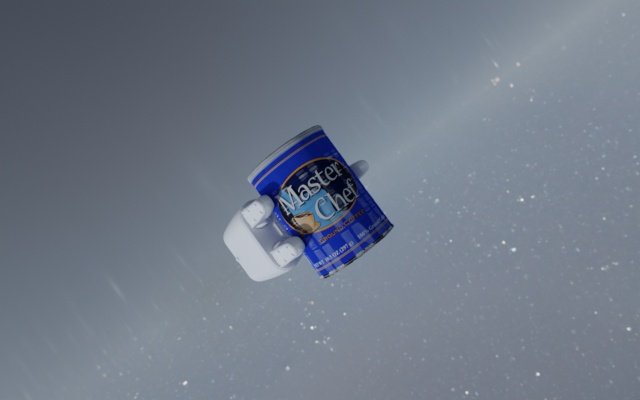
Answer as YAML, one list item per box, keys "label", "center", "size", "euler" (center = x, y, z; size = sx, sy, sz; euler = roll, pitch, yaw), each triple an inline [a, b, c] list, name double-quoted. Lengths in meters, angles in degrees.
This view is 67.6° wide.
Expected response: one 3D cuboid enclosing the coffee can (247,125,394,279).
- label: "coffee can"
  center: [0.000, 0.002, 0.539]
  size: [0.103, 0.140, 0.103]
  euler: [-36, -1, -1]
